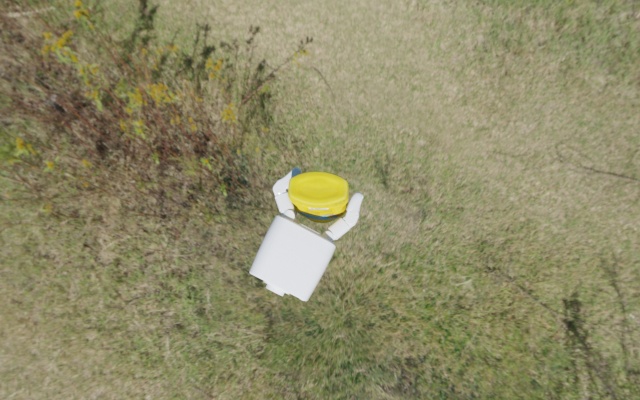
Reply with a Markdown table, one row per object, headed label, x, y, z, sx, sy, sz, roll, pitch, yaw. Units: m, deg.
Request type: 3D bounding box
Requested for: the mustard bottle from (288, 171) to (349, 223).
| label | x | y | z | sx | sy | sz | roll | pitch | yaw |
| --- | --- | --- | --- | --- | --- | --- | --- | --- | --- |
| mustard bottle | 0.000 | 0.002 | 0.836 | 0.096 | 0.058 | 0.192 | 1 | -14 | 3 |
